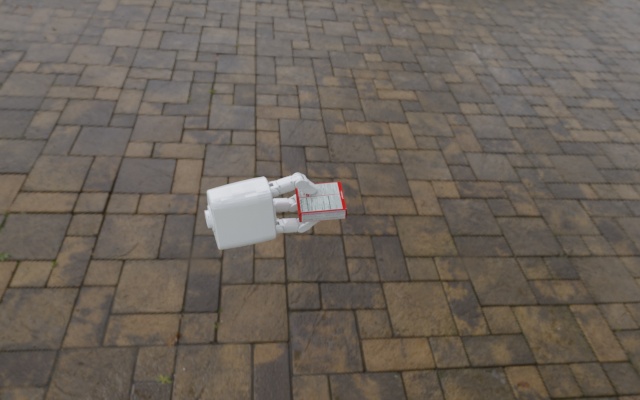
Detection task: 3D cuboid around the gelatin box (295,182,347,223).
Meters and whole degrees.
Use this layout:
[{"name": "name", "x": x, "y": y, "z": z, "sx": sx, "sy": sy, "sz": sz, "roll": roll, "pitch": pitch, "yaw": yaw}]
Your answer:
[{"name": "gelatin box", "x": 0.000, "y": 0.003, "z": 0.888, "sx": 0.089, "sy": 0.073, "sz": 0.030, "roll": -6, "pitch": -44, "yaw": -5}]
